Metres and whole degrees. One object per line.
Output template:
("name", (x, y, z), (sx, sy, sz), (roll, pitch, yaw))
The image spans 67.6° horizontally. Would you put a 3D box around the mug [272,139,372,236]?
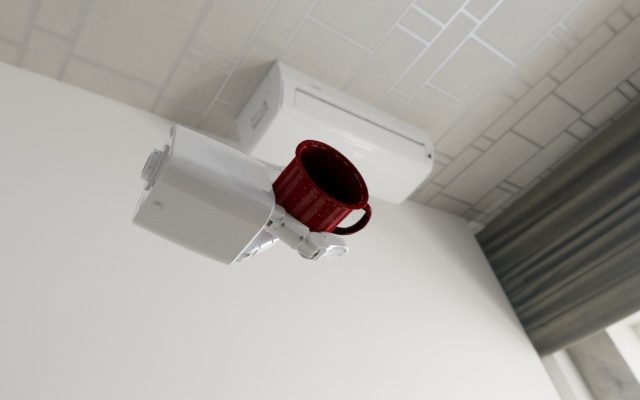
("mug", (0.001, 0.002, 0.513), (0.117, 0.093, 0.081), (28, -55, -24))
